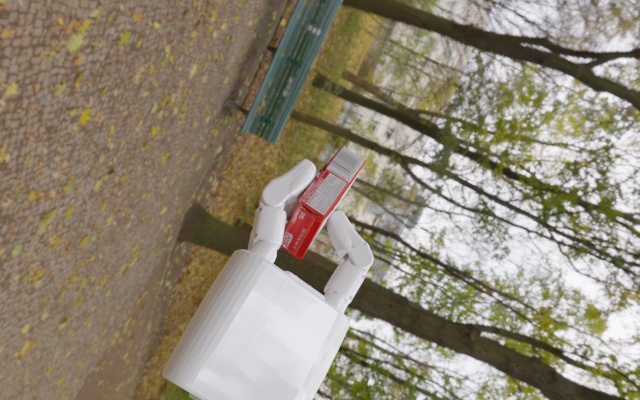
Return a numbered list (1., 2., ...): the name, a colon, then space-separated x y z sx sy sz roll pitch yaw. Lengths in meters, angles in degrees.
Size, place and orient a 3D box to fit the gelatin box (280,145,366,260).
1. gelatin box: 0.001 0.001 0.444 0.030 0.089 0.073 34 -39 3
